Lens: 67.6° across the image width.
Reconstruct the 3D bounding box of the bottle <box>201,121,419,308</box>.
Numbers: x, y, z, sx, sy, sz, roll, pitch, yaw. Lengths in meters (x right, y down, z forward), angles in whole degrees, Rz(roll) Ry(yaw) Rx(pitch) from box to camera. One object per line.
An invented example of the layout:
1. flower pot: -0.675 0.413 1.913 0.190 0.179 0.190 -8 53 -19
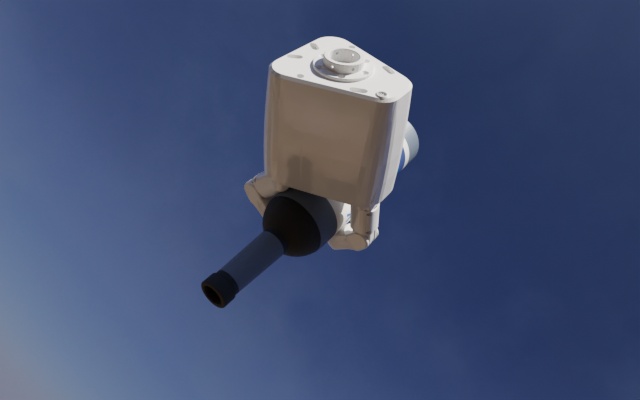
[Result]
1. bottle: 0.000 0.002 0.476 0.069 0.069 0.295 0 31 44
